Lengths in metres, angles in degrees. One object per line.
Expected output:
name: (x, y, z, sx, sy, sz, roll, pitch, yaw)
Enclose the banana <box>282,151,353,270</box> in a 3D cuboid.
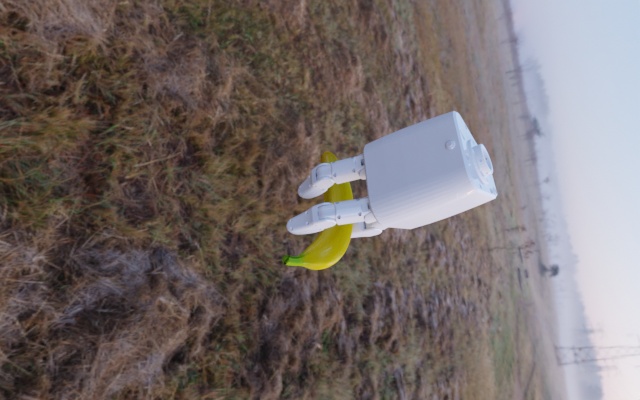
banana: (0.012, 0.016, 0.586, 0.037, 0.197, 0.070, -30, -62, 35)
